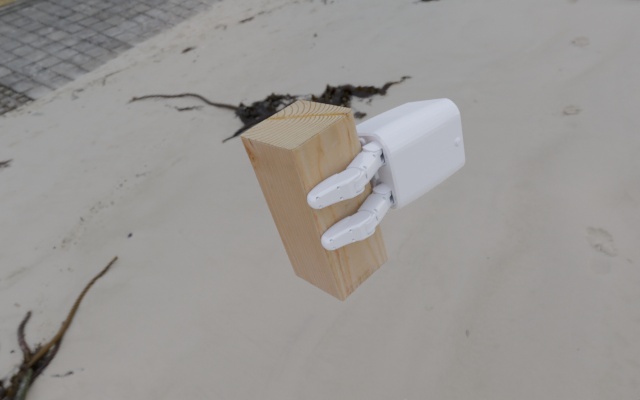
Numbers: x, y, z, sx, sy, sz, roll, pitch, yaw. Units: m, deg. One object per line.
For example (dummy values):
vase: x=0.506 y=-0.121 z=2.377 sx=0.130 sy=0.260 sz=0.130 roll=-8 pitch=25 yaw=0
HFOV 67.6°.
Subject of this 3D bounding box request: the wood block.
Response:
wood block: x=0.000 y=0.001 z=0.550 sx=0.090 sy=0.206 sz=0.091 roll=-37 pitch=37 yaw=-28
